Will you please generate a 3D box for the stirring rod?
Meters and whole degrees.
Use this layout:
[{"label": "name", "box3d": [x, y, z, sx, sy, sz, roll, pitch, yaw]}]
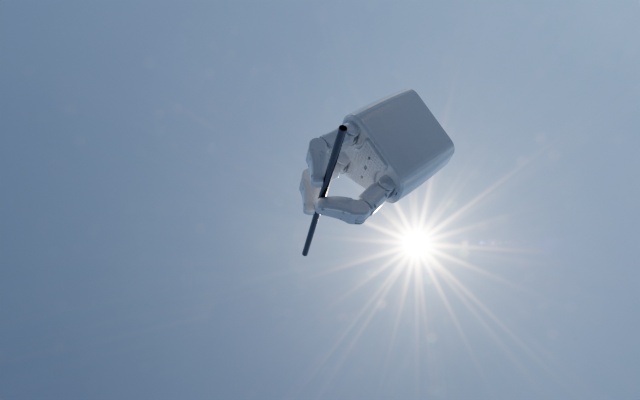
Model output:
[{"label": "stirring rod", "box3d": [0.000, 0.002, 0.538, 0.011, 0.011, 0.240, 0, -35, -12]}]
